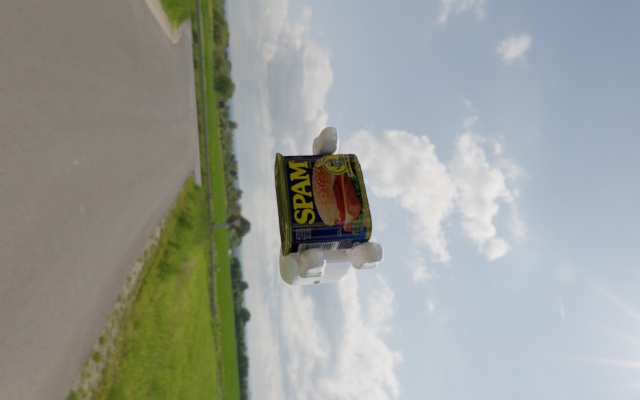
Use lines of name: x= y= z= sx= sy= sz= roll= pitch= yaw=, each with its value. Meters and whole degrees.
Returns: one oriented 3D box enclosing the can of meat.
can of meat: x=0.000 y=0.001 z=0.480 sx=0.084 sy=0.102 sz=0.057 roll=-3 pitch=-28 yaw=-10
